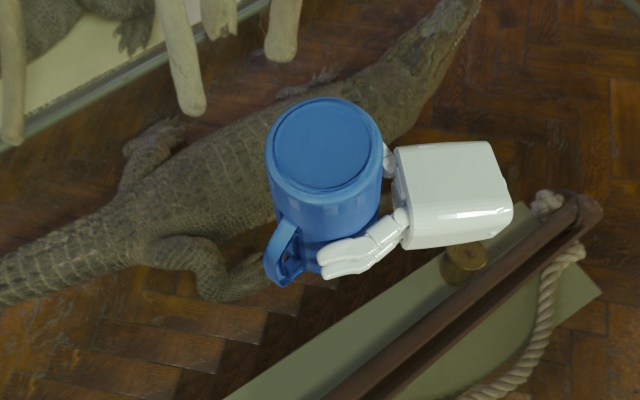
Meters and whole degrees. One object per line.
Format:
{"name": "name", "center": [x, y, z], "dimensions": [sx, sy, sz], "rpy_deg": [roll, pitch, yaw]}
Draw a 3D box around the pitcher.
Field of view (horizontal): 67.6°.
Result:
{"name": "pitcher", "center": [0.000, 0.002, 0.528], "dimensions": [0.145, 0.149, 0.243], "rpy_deg": [-6, -20, 0]}
